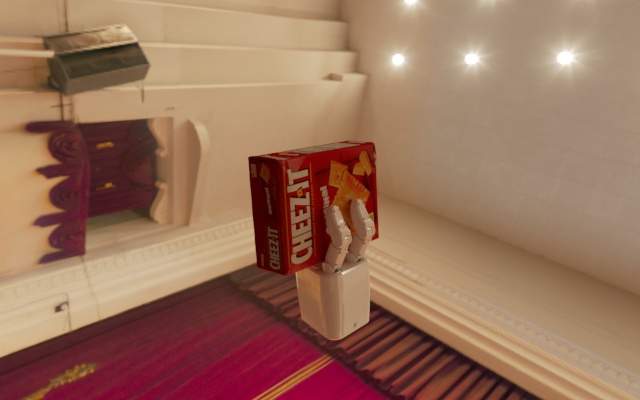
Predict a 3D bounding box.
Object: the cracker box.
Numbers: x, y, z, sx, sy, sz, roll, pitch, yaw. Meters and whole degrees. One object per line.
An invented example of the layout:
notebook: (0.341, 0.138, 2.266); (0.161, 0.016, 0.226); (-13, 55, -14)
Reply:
cracker box: (0.000, 0.002, 0.722); (0.072, 0.164, 0.213); (8, 17, 42)
